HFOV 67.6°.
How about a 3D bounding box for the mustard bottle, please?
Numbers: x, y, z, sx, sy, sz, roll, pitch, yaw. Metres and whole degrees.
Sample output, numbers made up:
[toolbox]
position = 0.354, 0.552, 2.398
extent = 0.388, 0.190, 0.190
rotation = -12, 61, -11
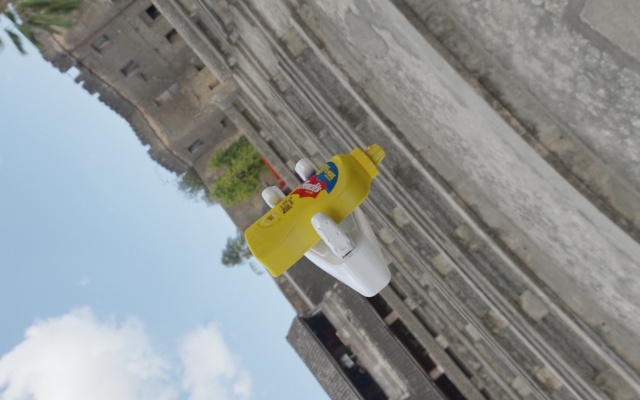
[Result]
[mustard bottle]
position = 0.000, 0.002, 0.565
extent = 0.191, 0.058, 0.096
rotation = -41, 21, 0
